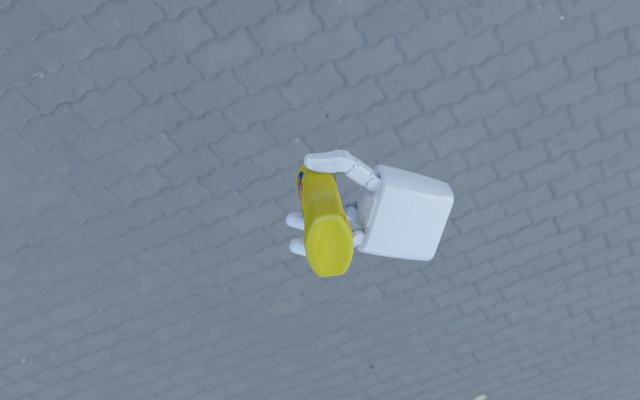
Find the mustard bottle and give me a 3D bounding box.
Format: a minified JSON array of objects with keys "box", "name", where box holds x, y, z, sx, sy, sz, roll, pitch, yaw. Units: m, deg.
[{"box":[0.000,0.002,0.626,0.058,0.096,0.191,-9,36,-2],"name":"mustard bottle"}]
